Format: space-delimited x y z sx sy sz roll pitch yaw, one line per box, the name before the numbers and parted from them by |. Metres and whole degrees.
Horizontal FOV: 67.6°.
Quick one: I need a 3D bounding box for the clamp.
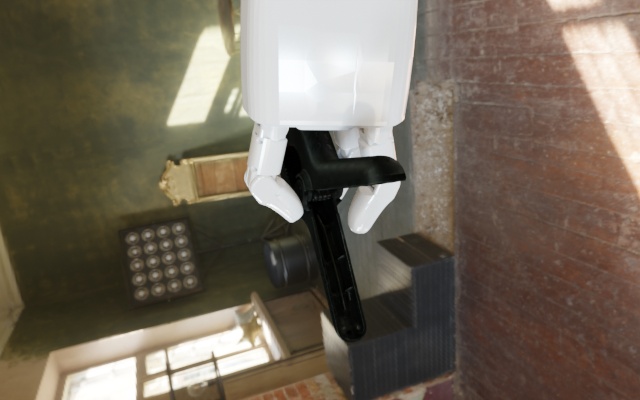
clamp | -0.001 0.001 0.401 0.036 0.165 0.210 -7 32 -21
